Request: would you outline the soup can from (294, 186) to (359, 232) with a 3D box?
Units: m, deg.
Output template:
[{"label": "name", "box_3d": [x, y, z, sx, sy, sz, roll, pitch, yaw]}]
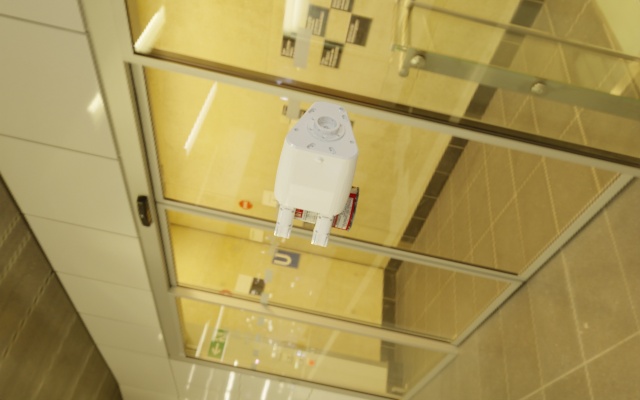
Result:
[{"label": "soup can", "box_3d": [0.000, 0.002, 0.706, 0.102, 0.068, 0.068, 12, -1, -2]}]
